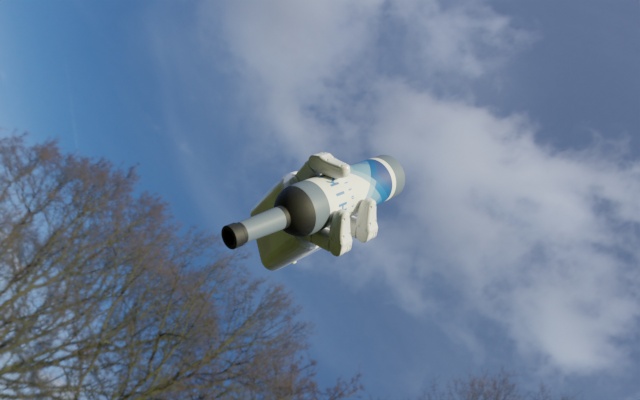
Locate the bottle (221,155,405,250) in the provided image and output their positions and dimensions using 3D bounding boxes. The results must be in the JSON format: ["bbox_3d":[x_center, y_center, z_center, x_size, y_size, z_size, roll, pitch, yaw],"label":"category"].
[{"bbox_3d":[0.000,0.002,0.617,0.069,0.069,0.295,0,15,44],"label":"bottle"}]
